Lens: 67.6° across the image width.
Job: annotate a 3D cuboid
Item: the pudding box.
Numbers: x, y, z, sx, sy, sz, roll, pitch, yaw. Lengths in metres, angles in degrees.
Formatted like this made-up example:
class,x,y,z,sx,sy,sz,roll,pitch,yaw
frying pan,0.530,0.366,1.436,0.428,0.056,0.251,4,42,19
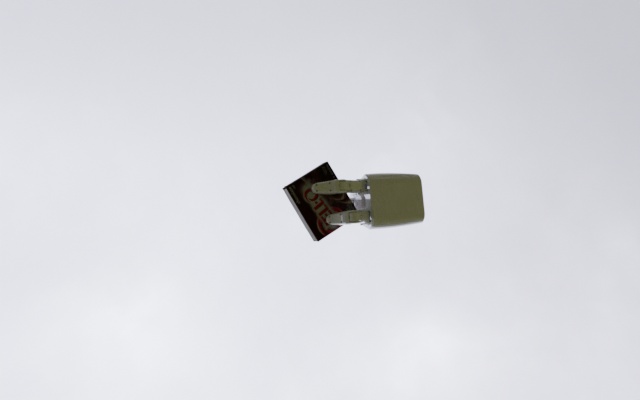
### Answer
class,x,y,z,sx,sy,sz,roll,pitch,yaw
pudding box,0.000,0.003,0.836,0.090,0.113,0.039,-33,3,-17
